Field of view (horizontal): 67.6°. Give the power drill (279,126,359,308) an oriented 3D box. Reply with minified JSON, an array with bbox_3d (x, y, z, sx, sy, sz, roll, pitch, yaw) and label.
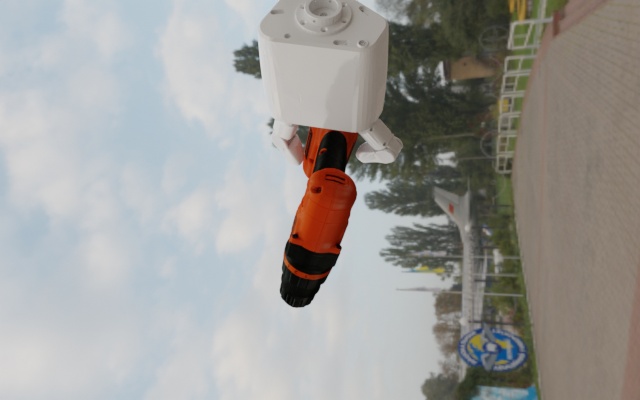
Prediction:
[{"bbox_3d":[0.000,0.001,0.520,0.057,0.185,0.187,14,42,-7],"label":"power drill"}]
